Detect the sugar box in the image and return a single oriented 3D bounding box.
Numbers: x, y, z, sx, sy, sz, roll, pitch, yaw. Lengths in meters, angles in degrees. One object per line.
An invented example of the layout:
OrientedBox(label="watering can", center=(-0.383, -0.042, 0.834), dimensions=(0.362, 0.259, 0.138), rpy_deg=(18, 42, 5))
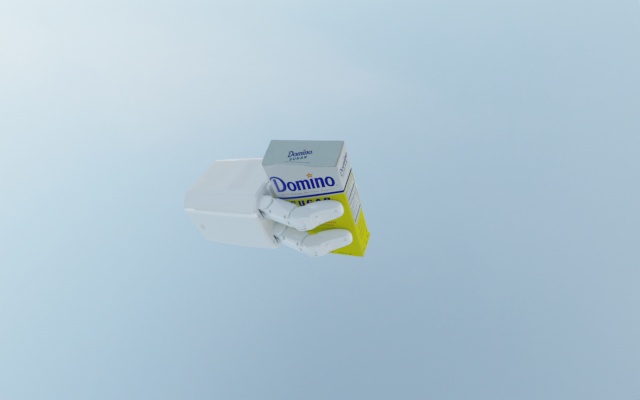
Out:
OrientedBox(label="sugar box", center=(0.000, 0.002, 0.590), dimensions=(0.093, 0.048, 0.176), rpy_deg=(3, -36, 21))
